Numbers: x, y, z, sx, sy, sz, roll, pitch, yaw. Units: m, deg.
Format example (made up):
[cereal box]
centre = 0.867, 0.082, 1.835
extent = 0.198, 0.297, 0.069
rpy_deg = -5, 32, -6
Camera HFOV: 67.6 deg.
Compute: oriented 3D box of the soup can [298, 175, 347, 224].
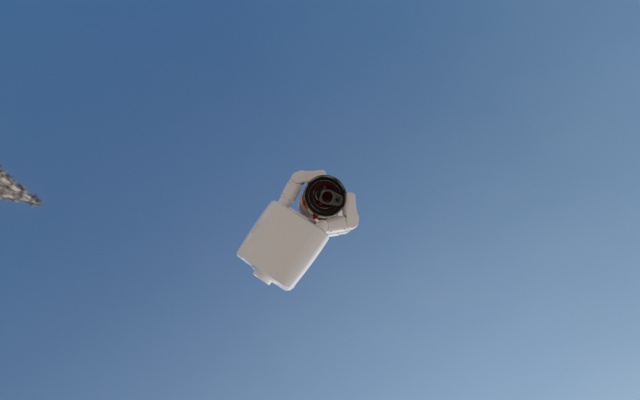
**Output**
[soup can]
centre = 0.000, 0.002, 0.794
extent = 0.068, 0.068, 0.102
rpy_deg = 0, -11, -9
